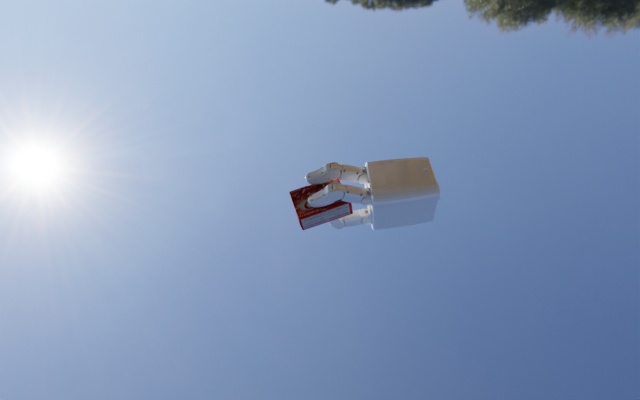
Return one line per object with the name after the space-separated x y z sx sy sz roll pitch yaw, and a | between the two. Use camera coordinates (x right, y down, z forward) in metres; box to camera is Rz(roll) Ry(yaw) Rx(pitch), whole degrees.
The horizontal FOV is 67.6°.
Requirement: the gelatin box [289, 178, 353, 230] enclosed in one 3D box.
0.000 0.003 0.786 0.089 0.030 0.073 -19 43 -4 | gelatin box
